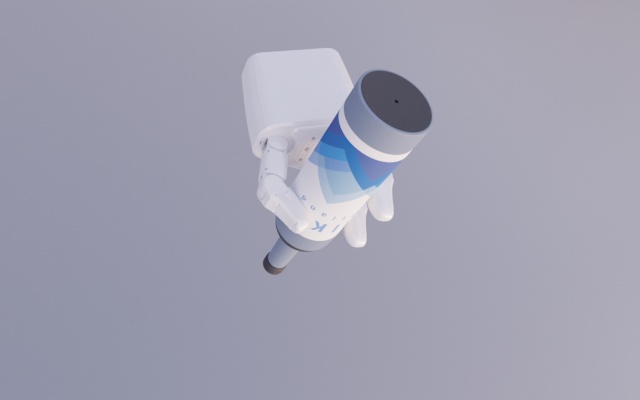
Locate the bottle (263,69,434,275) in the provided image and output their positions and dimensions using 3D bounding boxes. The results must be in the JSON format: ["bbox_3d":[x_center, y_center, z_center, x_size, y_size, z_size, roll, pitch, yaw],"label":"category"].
[{"bbox_3d":[0.000,0.001,0.472,0.069,0.069,0.296,0,-32,-27],"label":"bottle"}]
